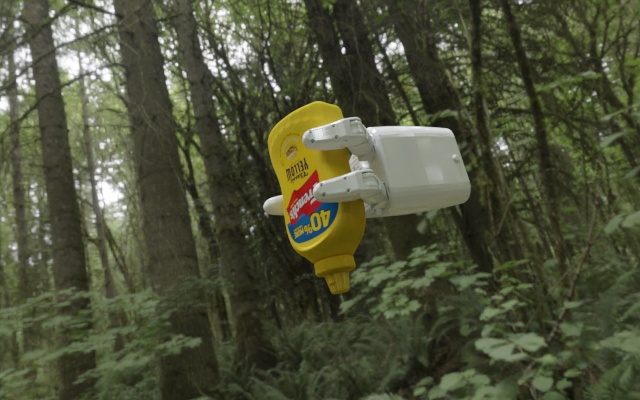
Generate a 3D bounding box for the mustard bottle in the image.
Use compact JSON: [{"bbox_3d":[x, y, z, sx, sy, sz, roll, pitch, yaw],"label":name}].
[{"bbox_3d":[0.000,0.001,0.499,0.058,0.191,0.096,5,-25,-46],"label":"mustard bottle"}]
